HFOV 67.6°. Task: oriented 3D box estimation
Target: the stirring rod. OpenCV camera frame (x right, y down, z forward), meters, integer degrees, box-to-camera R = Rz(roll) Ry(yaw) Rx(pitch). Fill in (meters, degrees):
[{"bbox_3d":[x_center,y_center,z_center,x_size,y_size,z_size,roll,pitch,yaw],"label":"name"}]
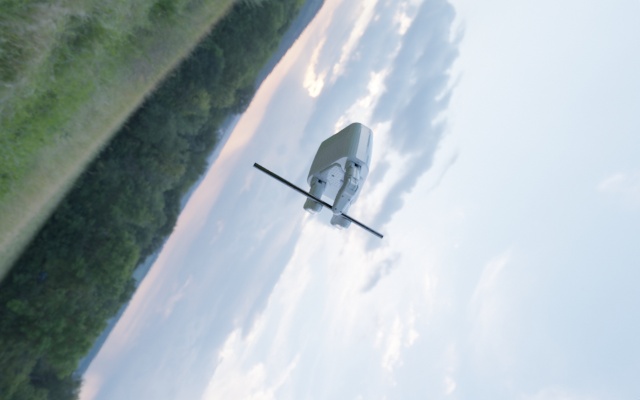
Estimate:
[{"bbox_3d":[0.000,0.002,0.757,0.239,0.011,0.011,30,-8,-14],"label":"stirring rod"}]
